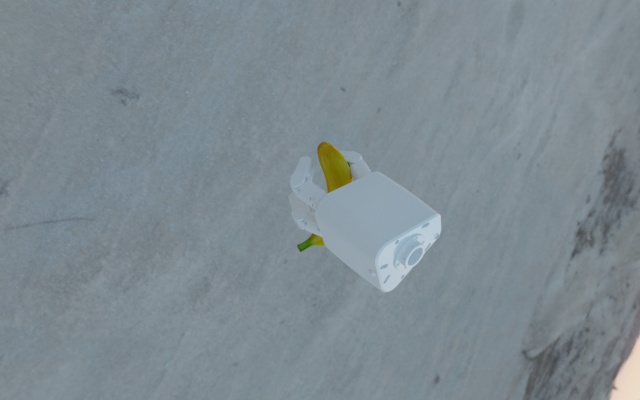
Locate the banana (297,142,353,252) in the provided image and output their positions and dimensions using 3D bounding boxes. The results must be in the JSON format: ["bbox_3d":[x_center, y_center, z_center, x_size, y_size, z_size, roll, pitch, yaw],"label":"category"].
[{"bbox_3d":[0.016,0.001,0.675,0.069,0.198,0.037,-13,44,-29],"label":"banana"}]
